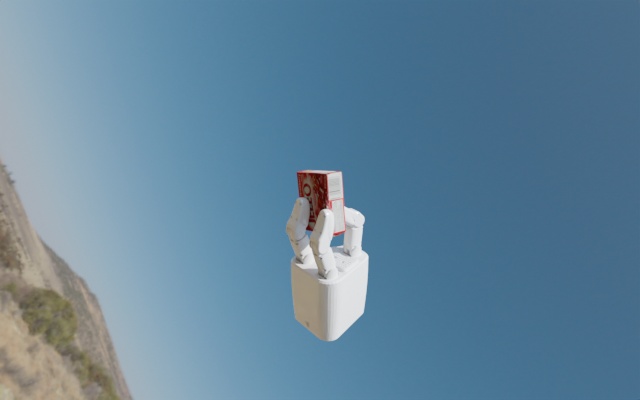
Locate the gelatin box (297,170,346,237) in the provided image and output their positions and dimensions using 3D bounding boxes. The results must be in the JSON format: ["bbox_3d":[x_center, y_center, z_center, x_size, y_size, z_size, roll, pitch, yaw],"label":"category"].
[{"bbox_3d":[0.000,0.002,0.683,0.030,0.089,0.073,-11,11,-36],"label":"gelatin box"}]
